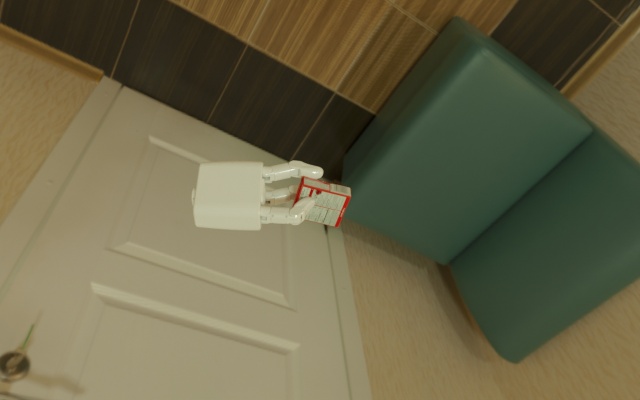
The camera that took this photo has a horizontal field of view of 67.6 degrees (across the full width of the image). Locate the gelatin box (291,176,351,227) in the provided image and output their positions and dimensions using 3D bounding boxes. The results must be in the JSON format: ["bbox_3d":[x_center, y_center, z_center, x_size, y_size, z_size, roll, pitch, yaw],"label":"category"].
[{"bbox_3d":[0.000,0.003,0.826,0.089,0.073,0.030,14,36,-9],"label":"gelatin box"}]
